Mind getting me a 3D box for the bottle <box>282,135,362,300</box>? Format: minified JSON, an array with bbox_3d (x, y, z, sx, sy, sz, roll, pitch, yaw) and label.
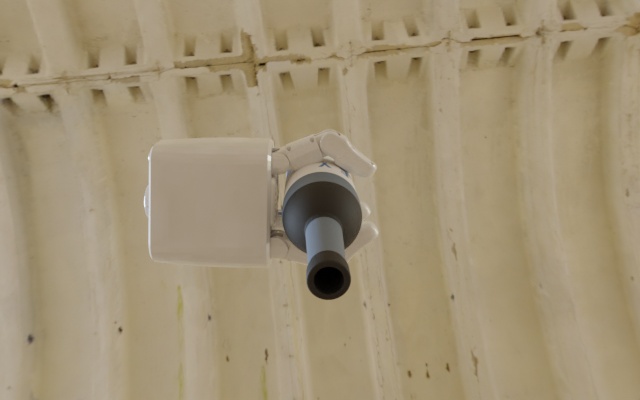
[{"bbox_3d":[0.000,0.001,0.428,0.069,0.069,0.295,0,19,-2],"label":"bottle"}]
